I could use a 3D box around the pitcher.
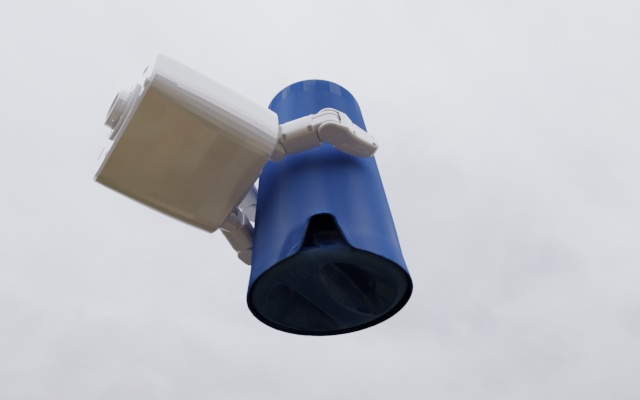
[{"bbox_3d":[0.000,0.001,0.465,0.145,0.242,0.149,27,-51,-30],"label":"pitcher"}]
